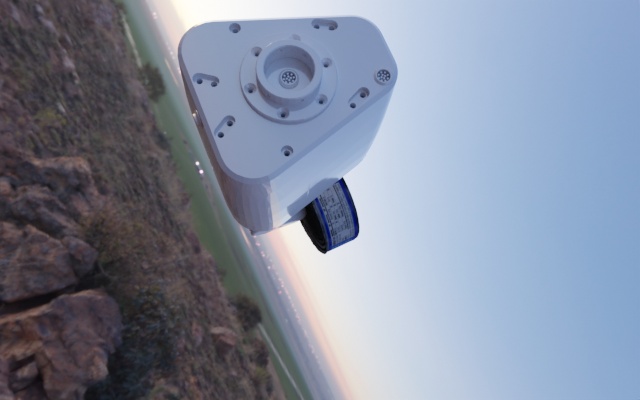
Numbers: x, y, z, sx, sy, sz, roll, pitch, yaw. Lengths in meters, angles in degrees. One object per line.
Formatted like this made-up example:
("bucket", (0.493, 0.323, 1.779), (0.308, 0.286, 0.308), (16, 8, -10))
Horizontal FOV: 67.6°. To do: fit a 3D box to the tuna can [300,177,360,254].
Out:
("tuna can", (0.001, 0.001, 0.418), (0.034, 0.086, 0.086), (-24, 6, -13))
